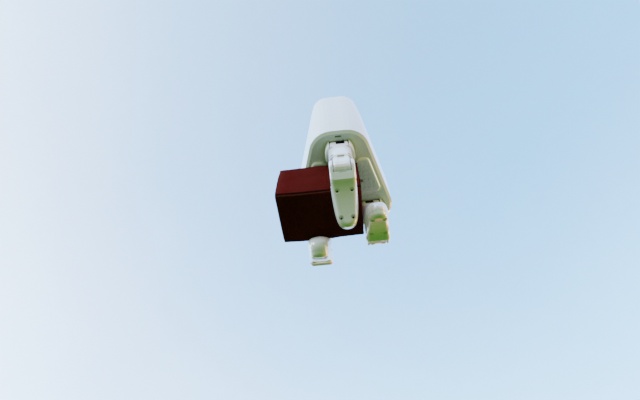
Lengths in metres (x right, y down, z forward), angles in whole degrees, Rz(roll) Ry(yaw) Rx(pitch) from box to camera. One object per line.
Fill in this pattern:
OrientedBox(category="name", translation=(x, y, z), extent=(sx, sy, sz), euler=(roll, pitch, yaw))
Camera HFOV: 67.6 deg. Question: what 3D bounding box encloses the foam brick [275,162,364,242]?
OrientedBox(category="foam brick", translation=(0.000, 0.001, 0.452), extent=(0.078, 0.053, 0.051), euler=(-6, 30, 1))
